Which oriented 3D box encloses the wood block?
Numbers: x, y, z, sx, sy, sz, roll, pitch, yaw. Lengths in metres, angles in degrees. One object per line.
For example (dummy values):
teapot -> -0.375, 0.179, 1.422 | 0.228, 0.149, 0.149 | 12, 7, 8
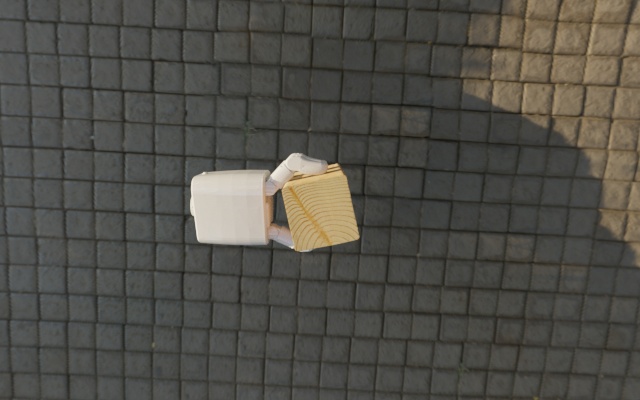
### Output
wood block -> 0.000, 0.003, 0.729 | 0.090, 0.091, 0.206 | -12, 9, 2
